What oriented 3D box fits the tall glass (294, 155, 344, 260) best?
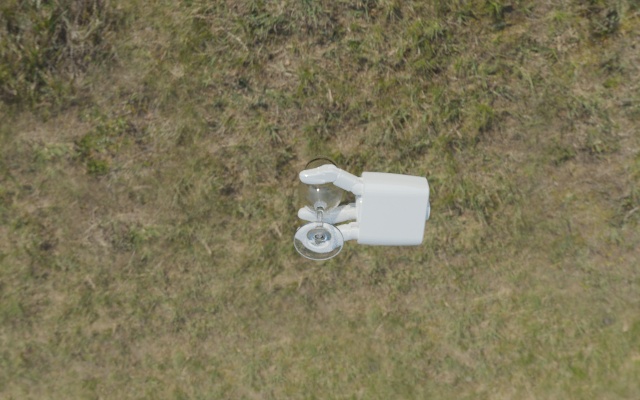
[{"bbox_3d":[0.000,0.003,0.782,0.079,0.079,0.201,0,36,1],"label":"tall glass"}]
